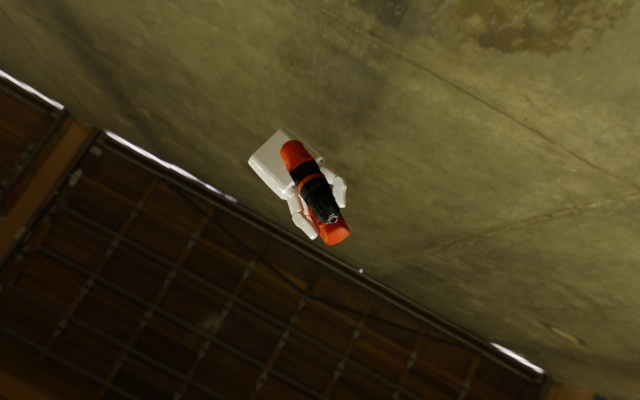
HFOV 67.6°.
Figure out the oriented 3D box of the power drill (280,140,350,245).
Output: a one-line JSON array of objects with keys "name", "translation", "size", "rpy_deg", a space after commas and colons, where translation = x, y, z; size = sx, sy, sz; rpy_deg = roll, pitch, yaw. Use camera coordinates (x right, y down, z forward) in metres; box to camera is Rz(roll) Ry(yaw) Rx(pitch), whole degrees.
[{"name": "power drill", "translation": [0.000, 0.003, 0.851], "size": [0.057, 0.184, 0.188], "rpy_deg": [-26, -36, -2]}]
